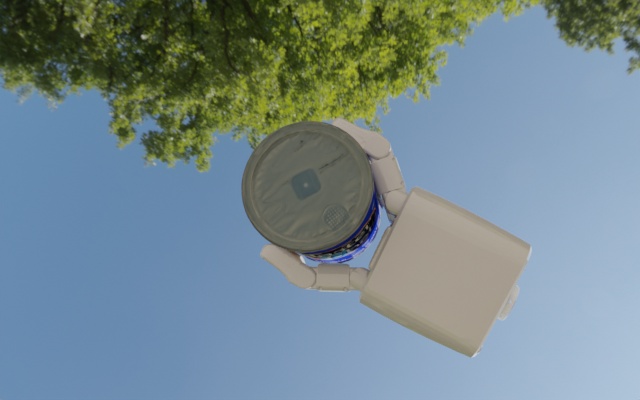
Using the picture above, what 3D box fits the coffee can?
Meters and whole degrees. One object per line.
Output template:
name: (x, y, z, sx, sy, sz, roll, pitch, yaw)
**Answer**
coffee can: (0.000, 0.001, 0.429, 0.103, 0.102, 0.140, 0, -11, 10)
